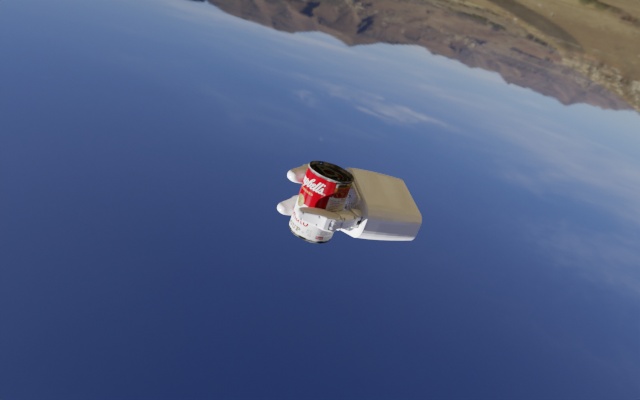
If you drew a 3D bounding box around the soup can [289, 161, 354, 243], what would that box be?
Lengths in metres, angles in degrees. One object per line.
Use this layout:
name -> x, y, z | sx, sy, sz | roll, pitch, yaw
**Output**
soup can -> 0.000, 0.003, 0.694 | 0.068, 0.102, 0.068 | 17, 23, -7
